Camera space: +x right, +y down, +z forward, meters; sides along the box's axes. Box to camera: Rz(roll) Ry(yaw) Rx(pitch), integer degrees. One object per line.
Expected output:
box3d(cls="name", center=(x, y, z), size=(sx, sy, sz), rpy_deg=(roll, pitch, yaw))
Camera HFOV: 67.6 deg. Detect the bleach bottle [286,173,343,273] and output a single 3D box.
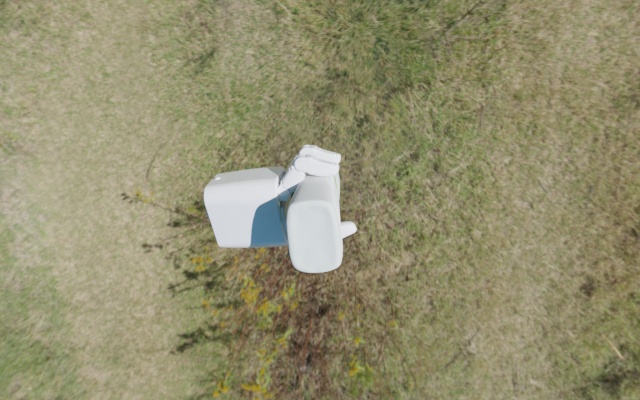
box3d(cls="bleach bottle", center=(0.000, 0.002, 0.700), size=(0.068, 0.103, 0.250), rpy_deg=(-4, 20, 6))
